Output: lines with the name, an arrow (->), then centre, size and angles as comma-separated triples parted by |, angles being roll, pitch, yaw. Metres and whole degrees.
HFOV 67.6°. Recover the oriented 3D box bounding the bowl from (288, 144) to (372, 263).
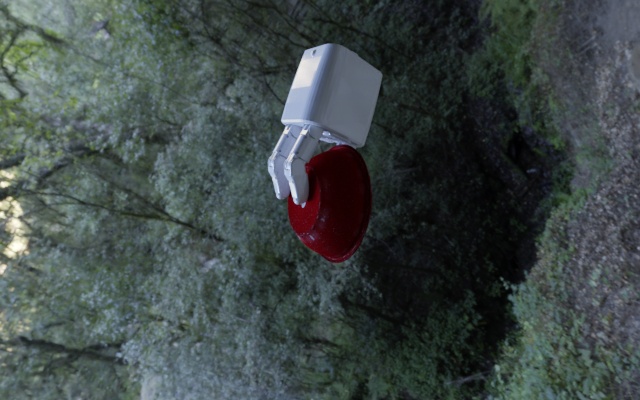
bowl -> 0.000, 0.003, 0.635 | 0.055, 0.162, 0.162 | 4, -2, -30
